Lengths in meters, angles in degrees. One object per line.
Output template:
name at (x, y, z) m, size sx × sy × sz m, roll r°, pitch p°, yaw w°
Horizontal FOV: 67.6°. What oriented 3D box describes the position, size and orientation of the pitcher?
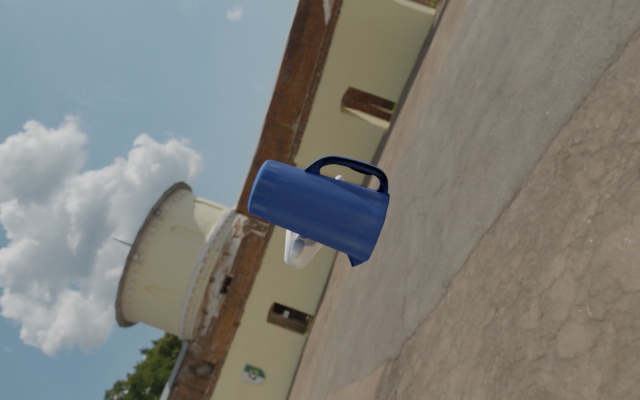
pitcher at (0.000, 0.003, 0.874) m, size 0.243 × 0.149 × 0.145 m, roll 20°, pitch -34°, yaw 1°
